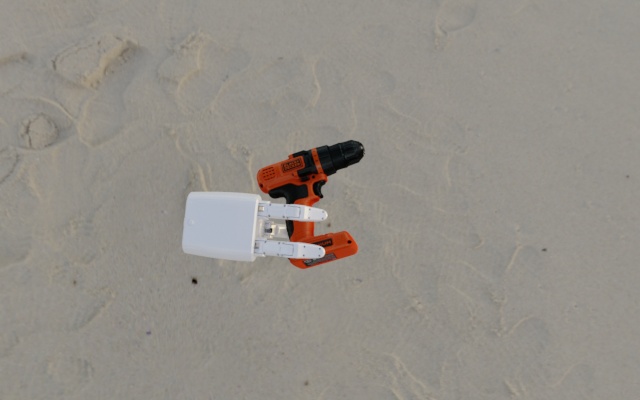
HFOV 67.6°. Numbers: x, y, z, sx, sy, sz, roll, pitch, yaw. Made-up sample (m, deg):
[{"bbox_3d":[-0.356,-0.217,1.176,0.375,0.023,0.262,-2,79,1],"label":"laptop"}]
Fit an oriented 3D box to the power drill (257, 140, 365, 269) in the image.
[{"bbox_3d":[0.000,0.003,0.759,0.184,0.187,0.057,-19,-26,8],"label":"power drill"}]
